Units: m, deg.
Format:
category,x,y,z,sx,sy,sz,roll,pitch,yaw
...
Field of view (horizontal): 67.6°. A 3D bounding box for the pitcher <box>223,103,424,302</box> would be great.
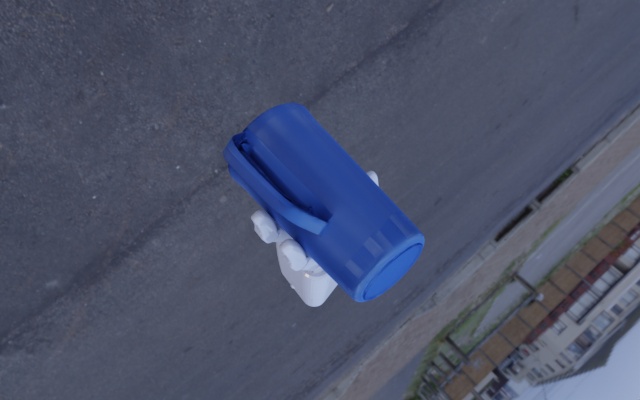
category,x,y,z,sx,sy,sz,roll,pitch,yaw
pitcher,0.000,0.002,0.574,0.149,0.242,0.145,-33,-27,-22
